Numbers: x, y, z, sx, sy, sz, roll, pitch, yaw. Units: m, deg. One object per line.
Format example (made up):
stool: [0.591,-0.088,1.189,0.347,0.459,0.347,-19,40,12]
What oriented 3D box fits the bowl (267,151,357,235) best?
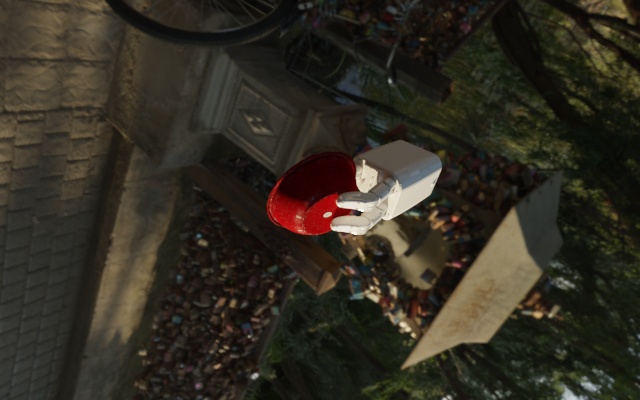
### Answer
bowl: [-0.001,0.003,0.746,0.162,0.162,0.055,0,43,-40]
